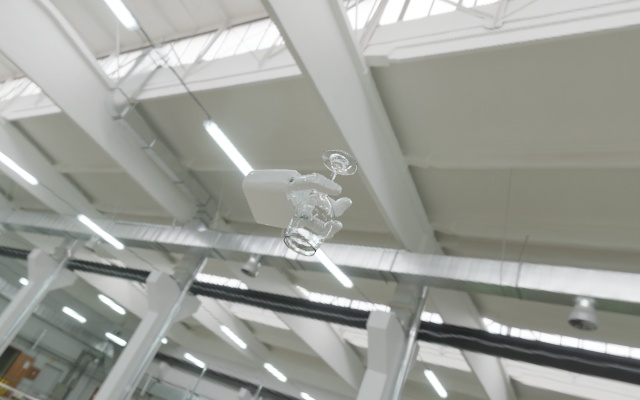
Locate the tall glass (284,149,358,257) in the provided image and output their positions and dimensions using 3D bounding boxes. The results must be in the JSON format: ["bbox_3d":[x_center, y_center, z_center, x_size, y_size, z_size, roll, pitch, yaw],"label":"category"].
[{"bbox_3d":[0.000,0.002,0.879,0.079,0.201,0.079,18,-31,11],"label":"tall glass"}]
